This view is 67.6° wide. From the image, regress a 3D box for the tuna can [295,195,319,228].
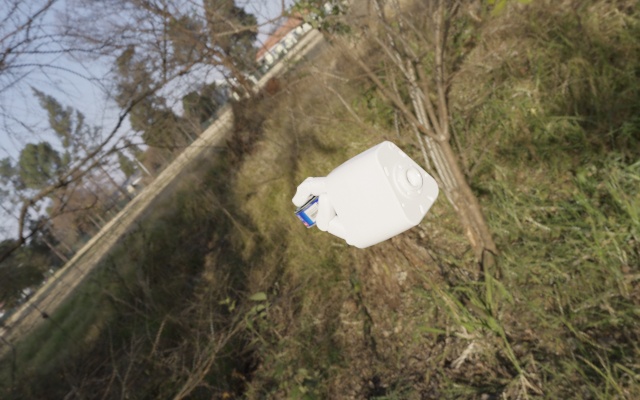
[{"bbox_3d":[0.000,0.002,0.752,0.086,0.034,0.086,-42,8,7],"label":"tuna can"}]
